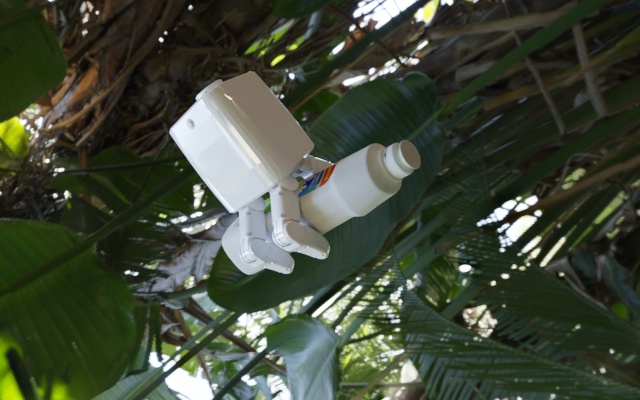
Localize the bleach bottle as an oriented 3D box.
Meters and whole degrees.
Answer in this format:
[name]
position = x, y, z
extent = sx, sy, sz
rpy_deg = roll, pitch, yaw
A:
[bleach bottle]
position = 0.000, 0.002, 0.506
extent = 0.251, 0.068, 0.102
rpy_deg = -29, 12, 41
